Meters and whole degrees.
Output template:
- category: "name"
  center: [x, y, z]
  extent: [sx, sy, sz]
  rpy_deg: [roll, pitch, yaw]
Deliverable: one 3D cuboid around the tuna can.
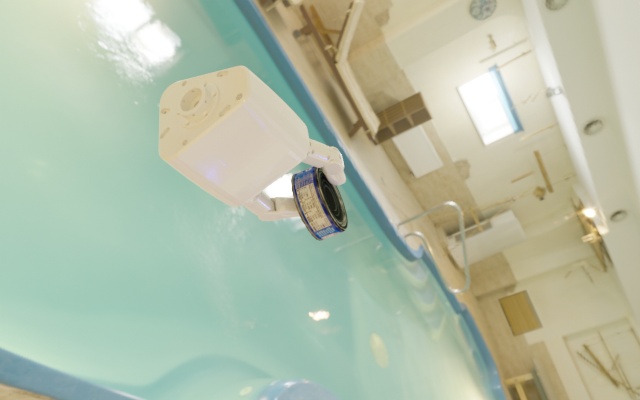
- category: "tuna can"
  center: [0.001, 0.002, 0.561]
  extent: [0.034, 0.086, 0.086]
  rpy_deg: [-22, -6, 15]
